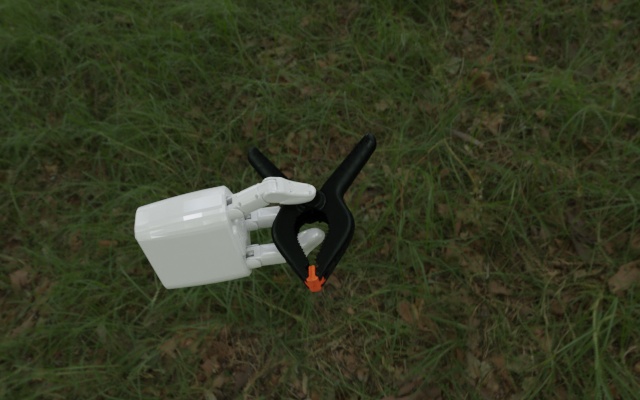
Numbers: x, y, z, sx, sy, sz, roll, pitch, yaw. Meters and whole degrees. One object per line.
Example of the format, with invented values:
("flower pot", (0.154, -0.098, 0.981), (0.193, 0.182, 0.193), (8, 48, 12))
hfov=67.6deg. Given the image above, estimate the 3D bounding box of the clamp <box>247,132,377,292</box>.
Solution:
("clamp", (0.000, 0.002, 0.557), (0.164, 0.209, 0.036), (-12, -36, 3))
